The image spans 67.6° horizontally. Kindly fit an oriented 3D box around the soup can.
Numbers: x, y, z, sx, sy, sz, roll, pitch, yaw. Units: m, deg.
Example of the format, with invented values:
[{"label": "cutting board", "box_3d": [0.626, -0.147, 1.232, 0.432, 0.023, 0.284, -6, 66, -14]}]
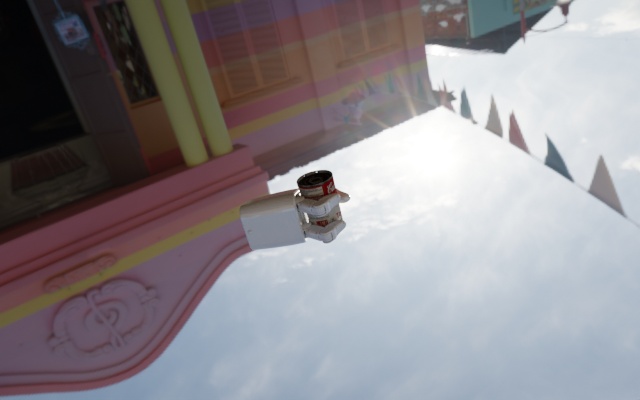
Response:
[{"label": "soup can", "box_3d": [0.001, 0.003, 0.889, 0.068, 0.102, 0.068, -12, 24, 5]}]
